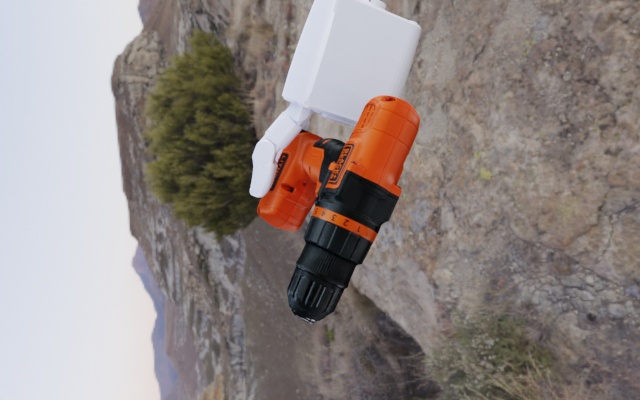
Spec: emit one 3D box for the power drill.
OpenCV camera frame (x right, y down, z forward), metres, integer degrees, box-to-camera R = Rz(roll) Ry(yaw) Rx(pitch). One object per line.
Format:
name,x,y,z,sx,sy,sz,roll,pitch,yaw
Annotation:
power drill,0.000,0.001,0.431,0.057,0.184,0.187,29,-6,-23
